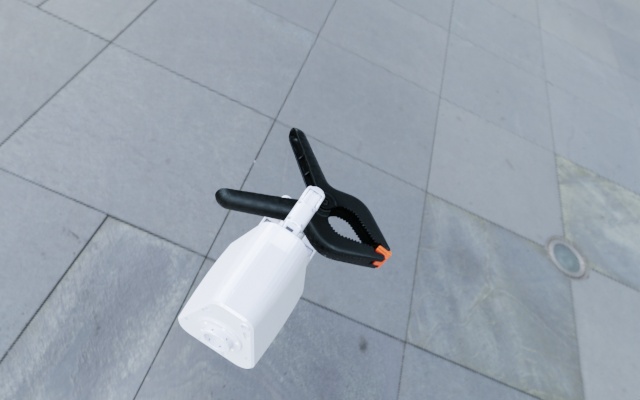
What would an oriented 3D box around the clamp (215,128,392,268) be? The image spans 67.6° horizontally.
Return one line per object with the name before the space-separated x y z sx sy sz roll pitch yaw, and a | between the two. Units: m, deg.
clamp | 0.001 0.002 0.588 0.210 0.164 0.036 33 -39 1
